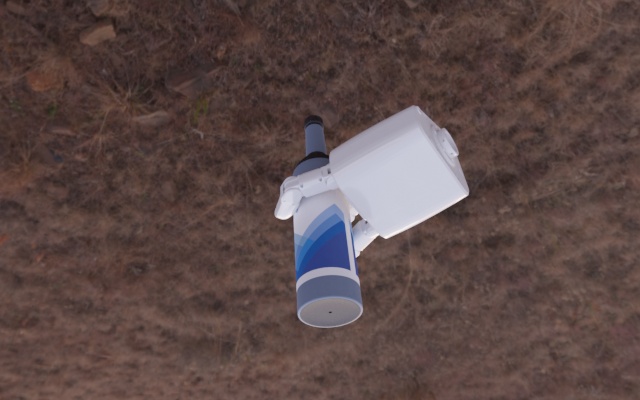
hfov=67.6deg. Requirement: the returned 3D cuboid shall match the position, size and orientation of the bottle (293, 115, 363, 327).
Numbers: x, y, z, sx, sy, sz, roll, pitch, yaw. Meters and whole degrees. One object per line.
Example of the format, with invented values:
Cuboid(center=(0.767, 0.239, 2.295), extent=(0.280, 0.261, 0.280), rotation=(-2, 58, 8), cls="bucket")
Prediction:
Cuboid(center=(0.000, 0.002, 0.576), extent=(0.069, 0.295, 0.069), rotation=(-3, -40, -2), cls="bottle")
